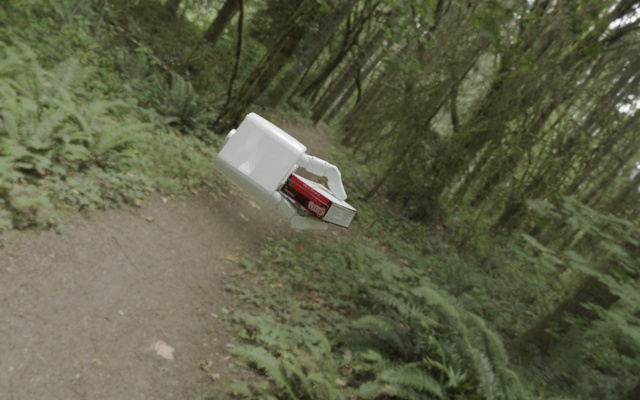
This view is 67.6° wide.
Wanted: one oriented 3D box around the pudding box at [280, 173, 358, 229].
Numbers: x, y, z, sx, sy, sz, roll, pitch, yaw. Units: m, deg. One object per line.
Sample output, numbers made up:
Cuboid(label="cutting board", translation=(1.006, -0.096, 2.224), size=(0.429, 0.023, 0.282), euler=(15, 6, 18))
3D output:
Cuboid(label="pudding box", translation=(0.000, 0.002, 0.771), size=(0.090, 0.039, 0.113), euler=(36, 8, 26))
